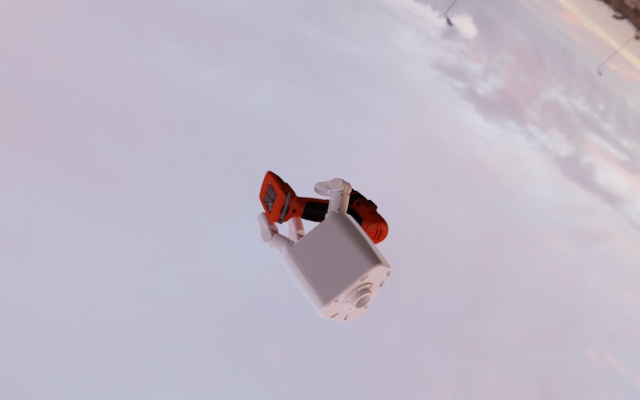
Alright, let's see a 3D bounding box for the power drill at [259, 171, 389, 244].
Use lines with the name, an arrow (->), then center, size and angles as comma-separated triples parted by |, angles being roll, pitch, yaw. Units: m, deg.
power drill -> 0.000, 0.003, 0.773 | 0.187, 0.057, 0.184 | 11, 17, -22
